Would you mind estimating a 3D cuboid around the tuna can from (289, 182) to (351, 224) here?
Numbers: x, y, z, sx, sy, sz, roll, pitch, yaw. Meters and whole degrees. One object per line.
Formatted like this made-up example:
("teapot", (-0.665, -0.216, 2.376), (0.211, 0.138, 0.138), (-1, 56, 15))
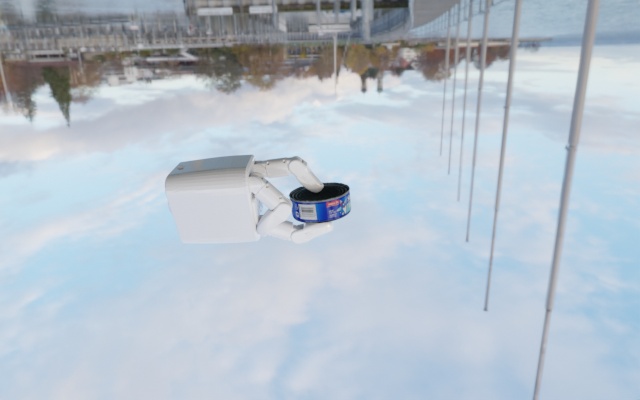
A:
("tuna can", (0.000, 0.003, 0.672), (0.086, 0.034, 0.086), (-6, 18, 2))
